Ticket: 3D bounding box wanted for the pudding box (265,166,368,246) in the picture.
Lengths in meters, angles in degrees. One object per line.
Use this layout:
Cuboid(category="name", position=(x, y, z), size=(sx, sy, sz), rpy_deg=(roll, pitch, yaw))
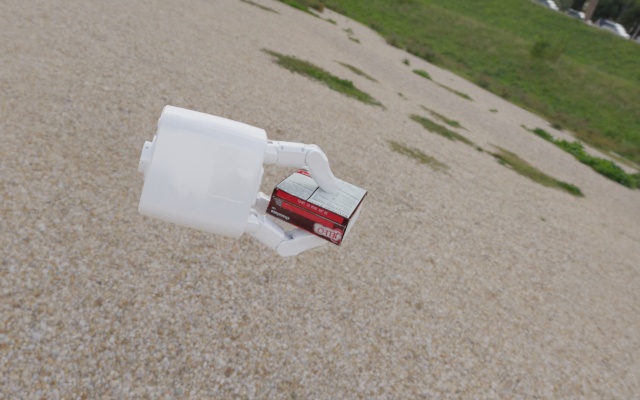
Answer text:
Cuboid(category="pudding box", position=(0.000, 0.002, 0.551), size=(0.090, 0.039, 0.113), rpy_deg=(25, 24, 8))
